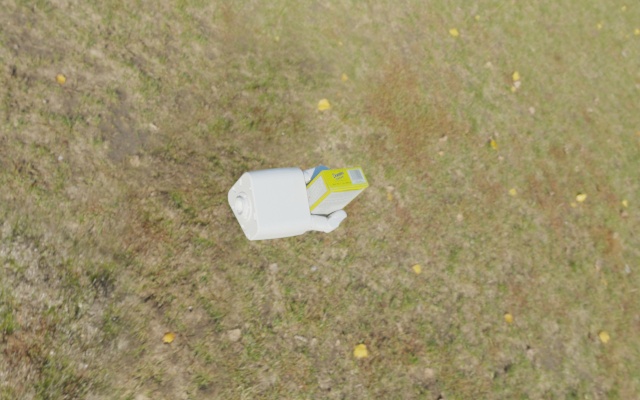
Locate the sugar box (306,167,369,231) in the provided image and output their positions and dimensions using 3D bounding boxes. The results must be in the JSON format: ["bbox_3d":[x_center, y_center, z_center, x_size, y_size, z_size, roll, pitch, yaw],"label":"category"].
[{"bbox_3d":[0.000,0.002,0.875,0.093,0.048,0.176,-7,-22,-38],"label":"sugar box"}]
